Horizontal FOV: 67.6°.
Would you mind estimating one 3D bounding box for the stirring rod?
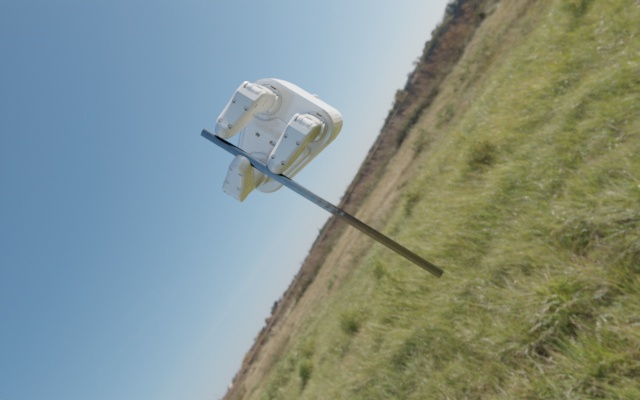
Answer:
[{"bbox_3d":[0.000,0.001,0.414,0.239,0.011,0.011,31,2,3],"label":"stirring rod"}]
